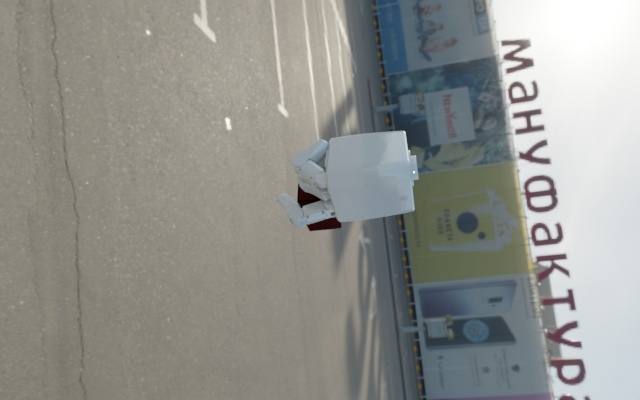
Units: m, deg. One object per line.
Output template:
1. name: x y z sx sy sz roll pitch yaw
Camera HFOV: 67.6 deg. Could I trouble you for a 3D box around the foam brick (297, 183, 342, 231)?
1. foam brick: 0.000 0.002 0.709 0.051 0.053 0.078 -7 -37 10
